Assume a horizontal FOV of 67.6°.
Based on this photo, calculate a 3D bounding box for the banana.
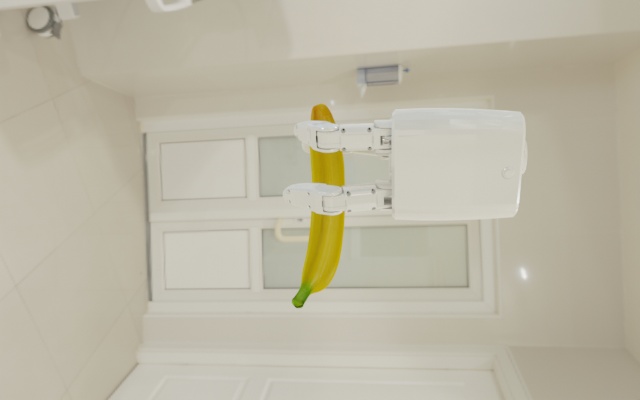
[{"bbox_3d":[0.004,0.006,0.483,0.037,0.198,0.069,4,-2,14],"label":"banana"}]
